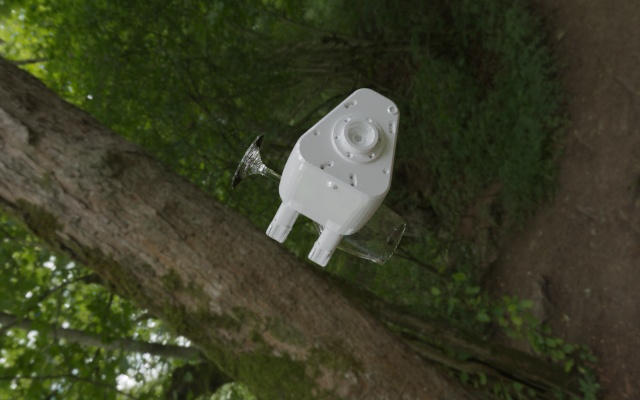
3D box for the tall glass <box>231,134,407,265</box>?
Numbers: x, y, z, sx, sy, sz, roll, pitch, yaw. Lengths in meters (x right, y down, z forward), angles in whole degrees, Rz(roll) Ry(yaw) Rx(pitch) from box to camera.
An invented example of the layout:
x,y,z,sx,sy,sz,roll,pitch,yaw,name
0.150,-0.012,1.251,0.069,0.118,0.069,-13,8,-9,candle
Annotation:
x,y,z,sx,sy,sz,roll,pitch,yaw,name
-0.001,0.002,0.568,0.201,0.079,0.079,29,0,0,tall glass
